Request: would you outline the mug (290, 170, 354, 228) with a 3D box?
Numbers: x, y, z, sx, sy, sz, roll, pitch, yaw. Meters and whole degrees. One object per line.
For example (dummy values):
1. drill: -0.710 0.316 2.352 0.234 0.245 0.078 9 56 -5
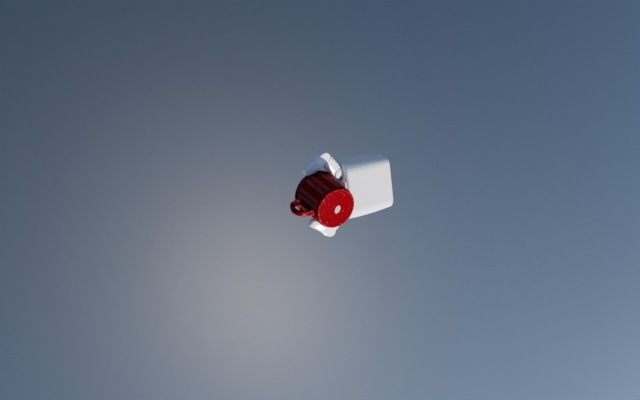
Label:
1. mug: -0.001 0.003 0.897 0.117 0.093 0.081 -15 30 -25
